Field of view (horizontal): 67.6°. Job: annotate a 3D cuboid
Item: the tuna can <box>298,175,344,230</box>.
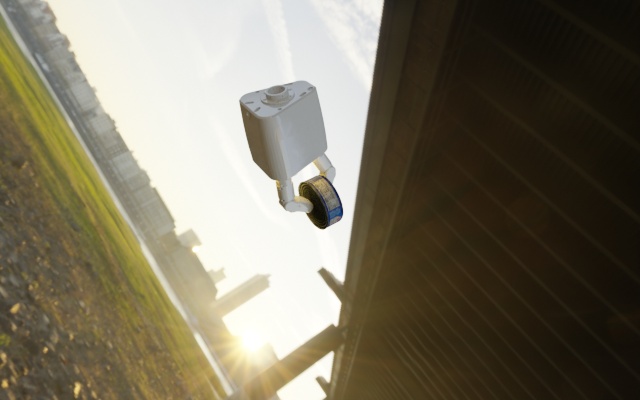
[{"bbox_3d":[0.001,0.002,0.774,0.033,0.086,0.086,-27,11,-23],"label":"tuna can"}]
